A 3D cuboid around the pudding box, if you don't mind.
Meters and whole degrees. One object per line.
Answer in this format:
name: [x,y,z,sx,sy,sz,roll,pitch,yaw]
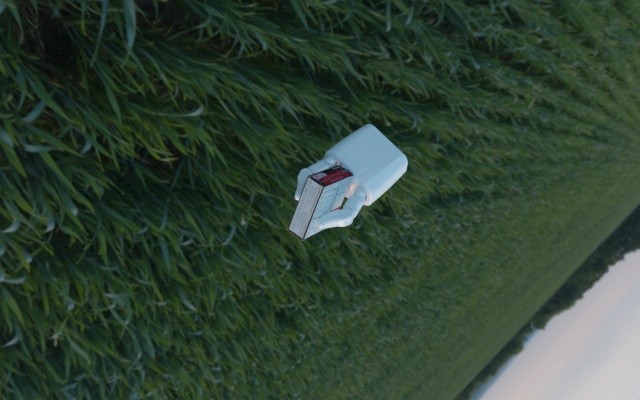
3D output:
pudding box: [0.000,0.003,0.790,0.039,0.113,0.090,35,32,24]
